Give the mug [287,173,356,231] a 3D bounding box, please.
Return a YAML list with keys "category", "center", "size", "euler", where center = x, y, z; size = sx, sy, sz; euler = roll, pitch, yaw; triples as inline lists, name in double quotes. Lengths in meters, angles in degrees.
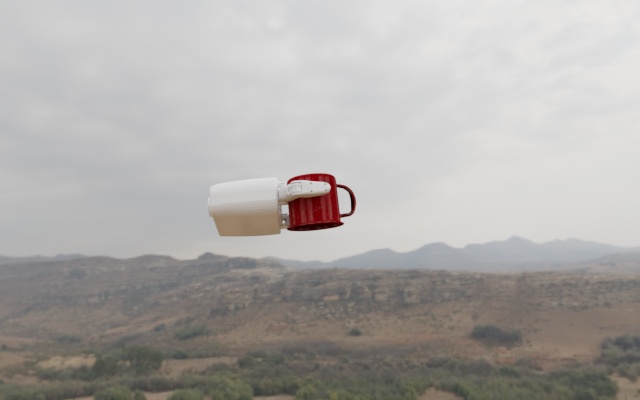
- category: "mug"
  center: [0.002, 0.002, 0.775]
  size: [0.117, 0.081, 0.093]
  euler: [-5, -10, -6]
